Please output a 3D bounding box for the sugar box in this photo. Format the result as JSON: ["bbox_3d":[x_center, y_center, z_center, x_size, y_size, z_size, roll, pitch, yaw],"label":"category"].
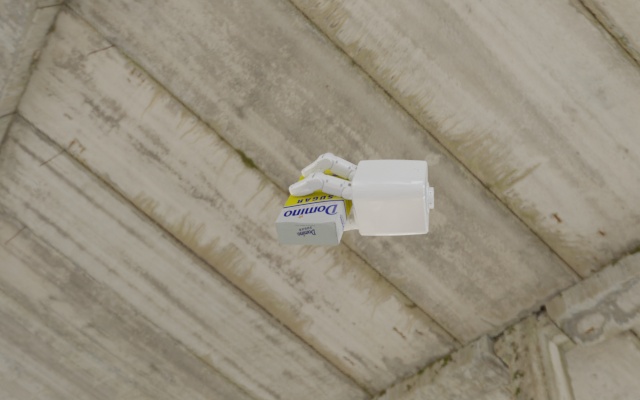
[{"bbox_3d":[0.000,0.002,0.749,0.093,0.048,0.176,-1,29,16],"label":"sugar box"}]
